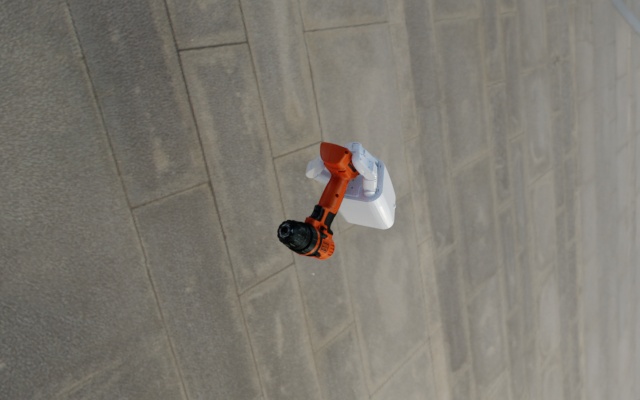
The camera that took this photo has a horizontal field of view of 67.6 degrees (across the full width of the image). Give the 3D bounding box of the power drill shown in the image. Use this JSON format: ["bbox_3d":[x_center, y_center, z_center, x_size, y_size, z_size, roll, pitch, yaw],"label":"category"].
[{"bbox_3d":[0.000,0.002,0.794,0.057,0.187,0.184,19,-7,21],"label":"power drill"}]
